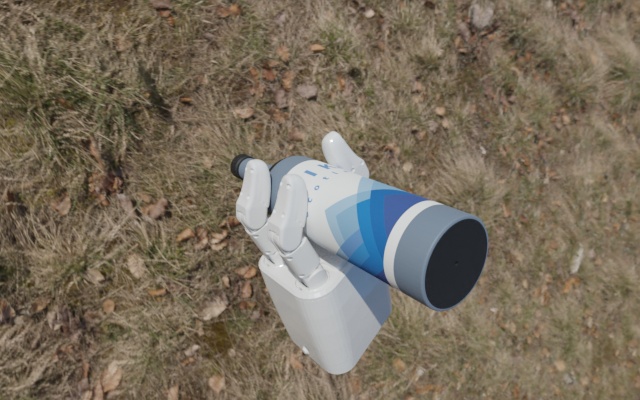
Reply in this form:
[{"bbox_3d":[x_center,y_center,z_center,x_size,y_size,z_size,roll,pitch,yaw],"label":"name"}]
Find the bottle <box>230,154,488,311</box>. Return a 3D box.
[{"bbox_3d":[0.000,0.001,0.417,0.069,0.069,0.295,0,16,-38],"label":"bottle"}]
